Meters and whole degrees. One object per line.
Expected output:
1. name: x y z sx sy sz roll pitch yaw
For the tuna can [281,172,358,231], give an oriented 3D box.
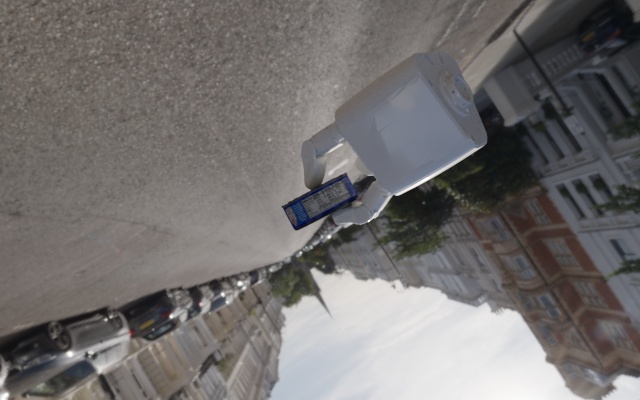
1. tuna can: 0.000 0.002 0.554 0.086 0.034 0.086 -28 0 0
